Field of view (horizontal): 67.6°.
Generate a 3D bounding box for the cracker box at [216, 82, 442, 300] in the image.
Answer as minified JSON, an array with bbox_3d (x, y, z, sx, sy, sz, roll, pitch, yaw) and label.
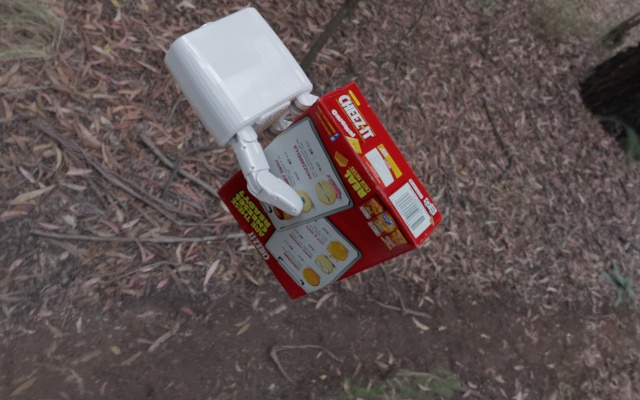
[{"bbox_3d":[0.000,0.002,0.521,0.072,0.164,0.214,-36,2,-43],"label":"cracker box"}]
